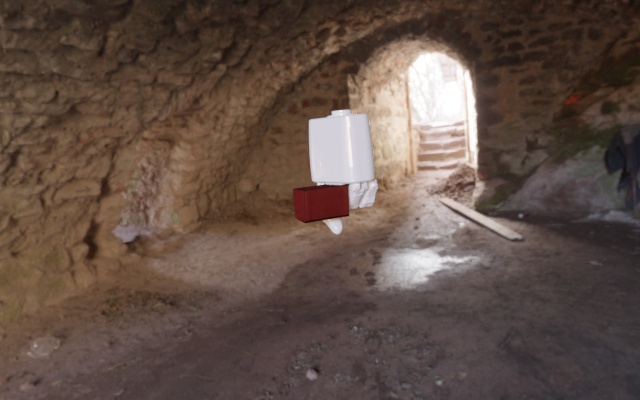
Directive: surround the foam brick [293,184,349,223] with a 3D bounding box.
[{"bbox_3d":[0.000,0.003,0.771,0.078,0.051,0.053,-9,10,-22],"label":"foam brick"}]
